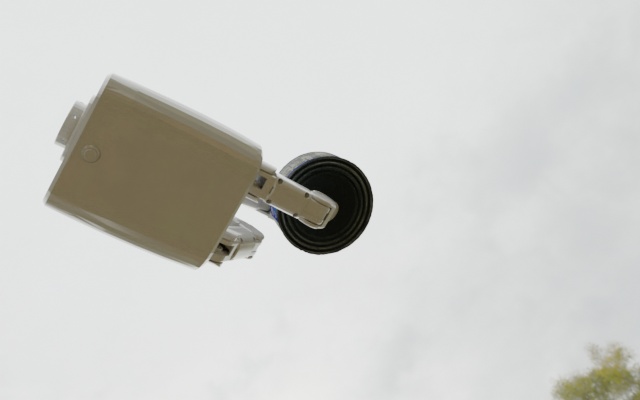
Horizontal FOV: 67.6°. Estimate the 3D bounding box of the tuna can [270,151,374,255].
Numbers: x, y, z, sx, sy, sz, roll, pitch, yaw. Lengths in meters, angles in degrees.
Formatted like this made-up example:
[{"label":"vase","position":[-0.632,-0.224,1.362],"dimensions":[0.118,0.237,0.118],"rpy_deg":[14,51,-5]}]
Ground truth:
[{"label":"tuna can","position":[0.000,0.001,0.414],"dimensions":[0.086,0.086,0.033],"rpy_deg":[0,15,-19]}]
